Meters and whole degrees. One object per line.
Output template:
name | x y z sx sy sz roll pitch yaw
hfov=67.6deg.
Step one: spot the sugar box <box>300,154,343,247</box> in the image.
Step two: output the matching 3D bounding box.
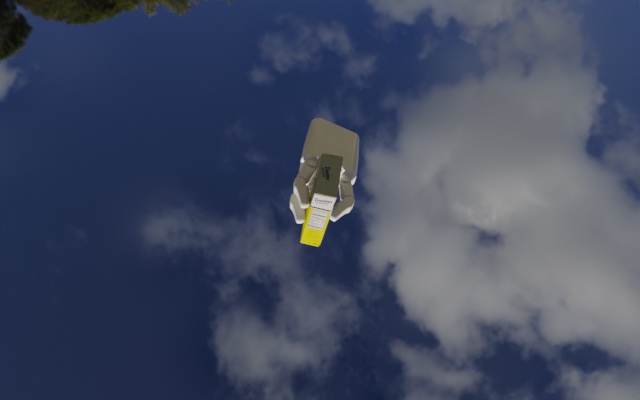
sugar box | 0.000 0.003 0.882 0.048 0.093 0.176 11 -35 -1
